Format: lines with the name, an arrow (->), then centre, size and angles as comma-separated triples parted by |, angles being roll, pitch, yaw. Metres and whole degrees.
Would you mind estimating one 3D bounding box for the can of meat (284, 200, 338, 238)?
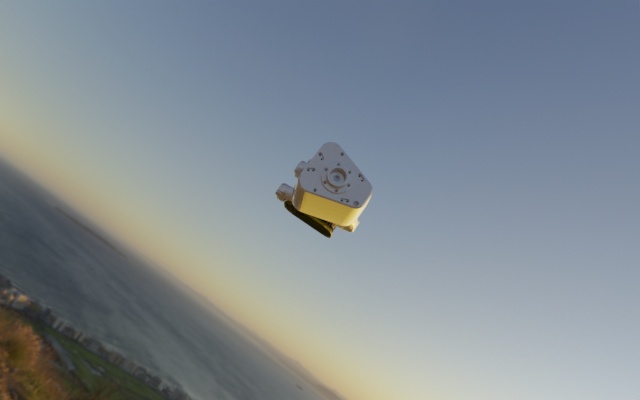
can of meat -> 0.000, 0.003, 0.854 | 0.102, 0.084, 0.057 | 34, -16, 8
